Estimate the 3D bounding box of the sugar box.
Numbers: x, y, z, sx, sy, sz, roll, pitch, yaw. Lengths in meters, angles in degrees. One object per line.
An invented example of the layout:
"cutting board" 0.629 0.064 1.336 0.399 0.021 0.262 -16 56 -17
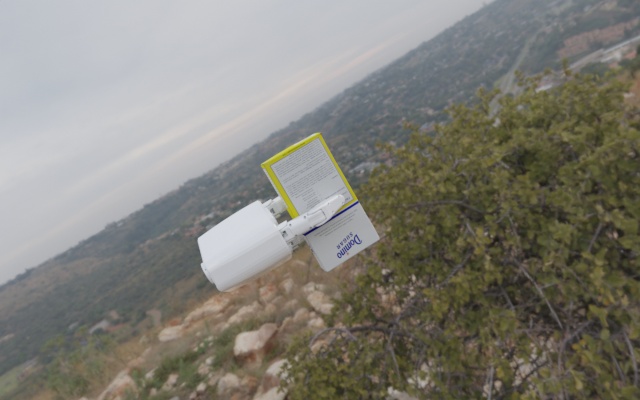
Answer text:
"sugar box" 0.000 0.002 0.676 0.093 0.176 0.048 -30 11 -8
